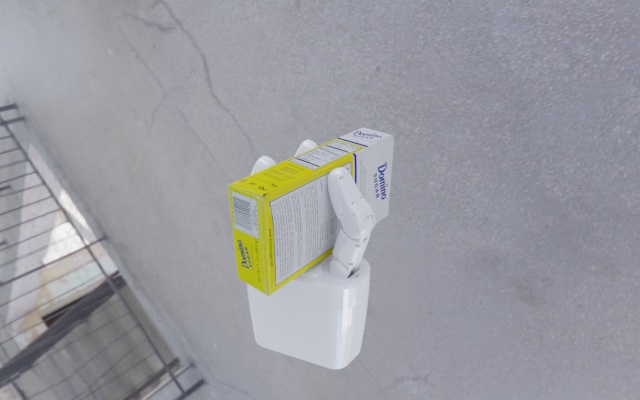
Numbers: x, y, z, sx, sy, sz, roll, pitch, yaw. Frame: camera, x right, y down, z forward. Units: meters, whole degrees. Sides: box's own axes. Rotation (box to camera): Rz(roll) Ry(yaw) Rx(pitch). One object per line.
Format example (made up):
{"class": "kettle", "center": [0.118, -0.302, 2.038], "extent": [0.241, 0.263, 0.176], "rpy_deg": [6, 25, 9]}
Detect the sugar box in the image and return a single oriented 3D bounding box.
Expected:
{"class": "sugar box", "center": [0.000, 0.001, 0.436], "extent": [0.048, 0.093, 0.176], "rpy_deg": [20, 33, 33]}
